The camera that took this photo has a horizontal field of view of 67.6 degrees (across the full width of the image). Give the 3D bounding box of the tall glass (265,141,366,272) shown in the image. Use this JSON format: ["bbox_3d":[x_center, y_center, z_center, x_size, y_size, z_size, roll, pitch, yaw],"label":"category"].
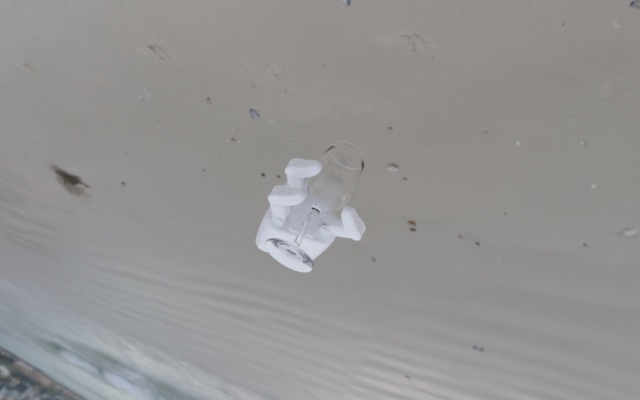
[{"bbox_3d":[0.000,0.003,0.699,0.079,0.201,0.079,21,-32,14],"label":"tall glass"}]
